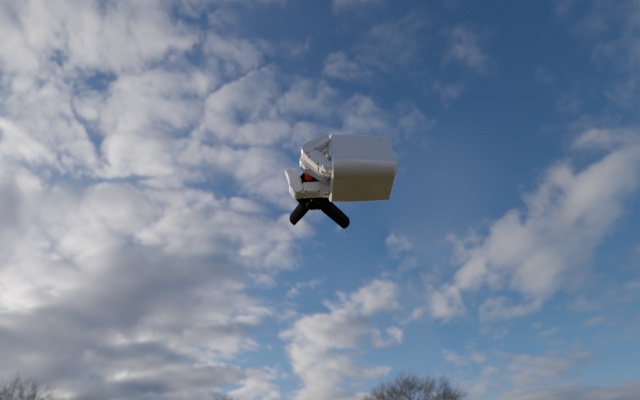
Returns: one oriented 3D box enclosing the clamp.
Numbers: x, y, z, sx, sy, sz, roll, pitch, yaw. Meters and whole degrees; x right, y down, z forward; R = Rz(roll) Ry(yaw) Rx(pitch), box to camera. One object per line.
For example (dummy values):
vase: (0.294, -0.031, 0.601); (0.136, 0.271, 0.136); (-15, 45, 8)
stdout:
clamp: (0.000, 0.002, 0.895); (0.120, 0.039, 0.172); (3, -32, 0)
